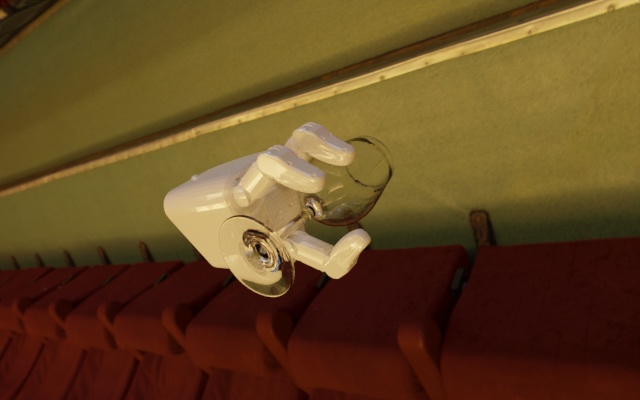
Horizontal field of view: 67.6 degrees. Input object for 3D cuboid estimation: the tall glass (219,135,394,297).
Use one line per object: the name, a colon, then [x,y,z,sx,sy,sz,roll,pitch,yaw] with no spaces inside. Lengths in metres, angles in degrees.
tall glass: [0.000,0.002,0.446,0.079,0.079,0.201,0,26,36]
